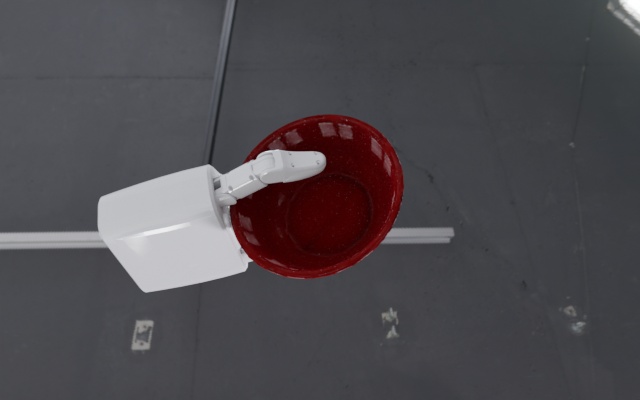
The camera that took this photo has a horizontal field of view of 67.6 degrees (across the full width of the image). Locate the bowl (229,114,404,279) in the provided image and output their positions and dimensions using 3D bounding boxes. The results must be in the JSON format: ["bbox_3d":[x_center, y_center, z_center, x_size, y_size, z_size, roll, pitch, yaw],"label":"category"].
[{"bbox_3d":[0.001,0.002,0.445,0.162,0.162,0.055,0,-25,19],"label":"bowl"}]
